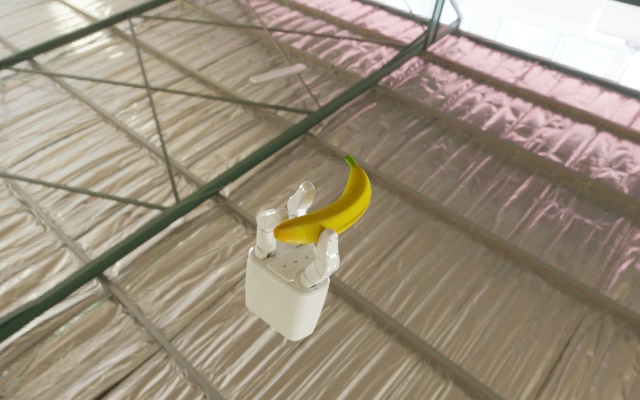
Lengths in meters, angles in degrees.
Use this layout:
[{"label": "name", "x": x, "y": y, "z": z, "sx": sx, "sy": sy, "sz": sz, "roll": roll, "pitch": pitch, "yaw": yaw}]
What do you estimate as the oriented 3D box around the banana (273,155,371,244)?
[{"label": "banana", "x": 0.018, "y": 0.009, "z": 0.617, "sx": 0.069, "sy": 0.037, "sz": 0.197, "roll": 28, "pitch": 42, "yaw": 15}]
